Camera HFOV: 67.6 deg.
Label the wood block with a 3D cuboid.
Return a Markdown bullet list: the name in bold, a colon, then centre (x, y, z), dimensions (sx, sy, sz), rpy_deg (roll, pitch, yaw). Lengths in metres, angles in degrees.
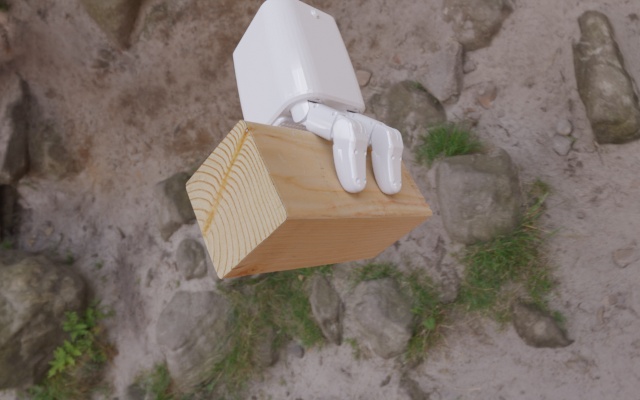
- **wood block**: centre (0.000, 0.001, 0.433), dimensions (0.206, 0.090, 0.091), rpy_deg (1, -34, -49)
